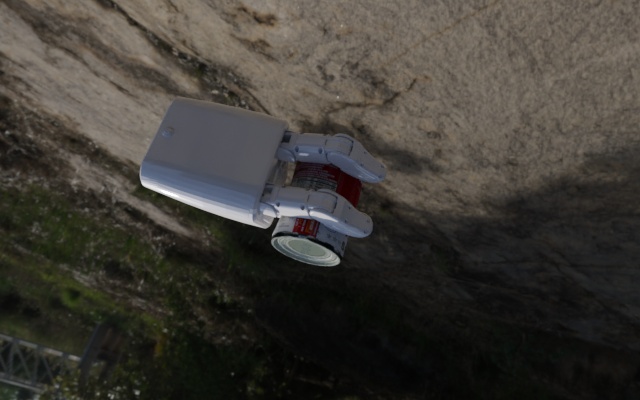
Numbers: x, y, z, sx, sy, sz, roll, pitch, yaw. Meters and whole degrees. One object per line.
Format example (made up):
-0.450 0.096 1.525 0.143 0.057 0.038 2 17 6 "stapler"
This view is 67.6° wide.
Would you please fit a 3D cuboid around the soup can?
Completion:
0.000 0.002 0.444 0.068 0.102 0.068 14 -24 6 "soup can"
